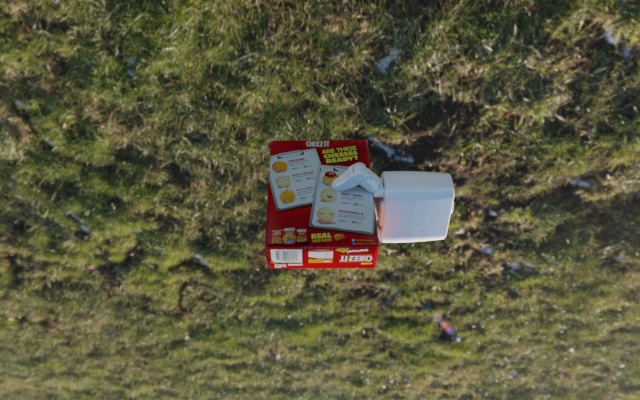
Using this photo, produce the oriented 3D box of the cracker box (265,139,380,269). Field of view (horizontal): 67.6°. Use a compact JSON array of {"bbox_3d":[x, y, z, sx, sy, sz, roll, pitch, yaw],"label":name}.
[{"bbox_3d":[0.000,0.002,0.754,0.164,0.213,0.072,-1,-38,-2],"label":"cracker box"}]
